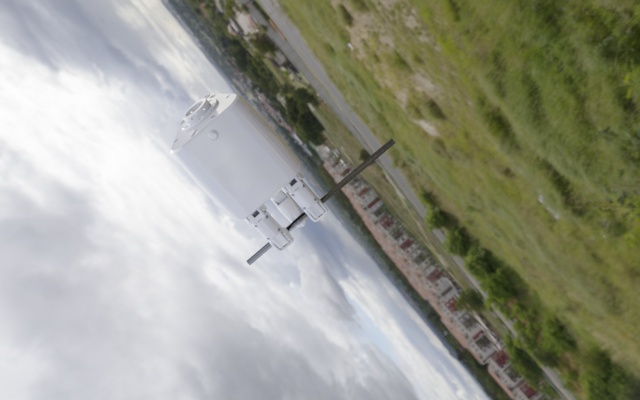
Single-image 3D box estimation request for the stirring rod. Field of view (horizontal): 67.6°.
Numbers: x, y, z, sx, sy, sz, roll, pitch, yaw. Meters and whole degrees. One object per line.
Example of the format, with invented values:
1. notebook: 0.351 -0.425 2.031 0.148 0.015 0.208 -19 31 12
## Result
1. stirring rod: 0.000 0.002 0.605 0.239 0.011 0.011 -40 -1 1
